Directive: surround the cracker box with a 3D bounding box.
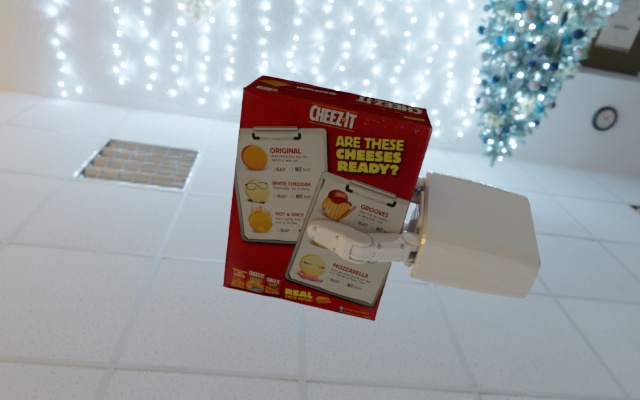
[{"bbox_3d":[0.000,0.002,0.470,0.164,0.214,0.072,12,27,2],"label":"cracker box"}]
